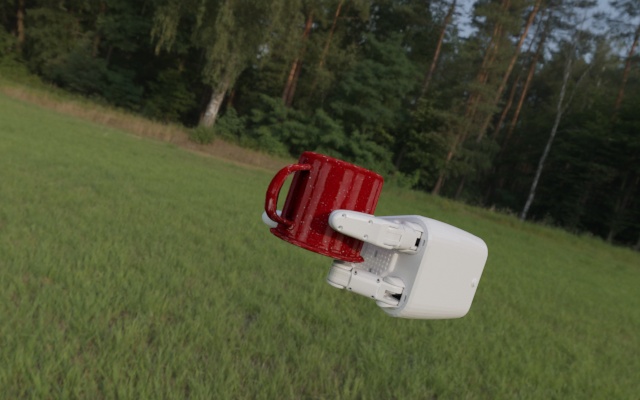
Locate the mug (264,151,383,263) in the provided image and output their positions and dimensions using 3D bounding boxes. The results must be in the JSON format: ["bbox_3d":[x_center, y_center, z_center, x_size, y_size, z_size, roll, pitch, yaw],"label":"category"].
[{"bbox_3d":[-0.001,0.001,0.437,0.117,0.081,0.093,17,3,-39],"label":"mug"}]
